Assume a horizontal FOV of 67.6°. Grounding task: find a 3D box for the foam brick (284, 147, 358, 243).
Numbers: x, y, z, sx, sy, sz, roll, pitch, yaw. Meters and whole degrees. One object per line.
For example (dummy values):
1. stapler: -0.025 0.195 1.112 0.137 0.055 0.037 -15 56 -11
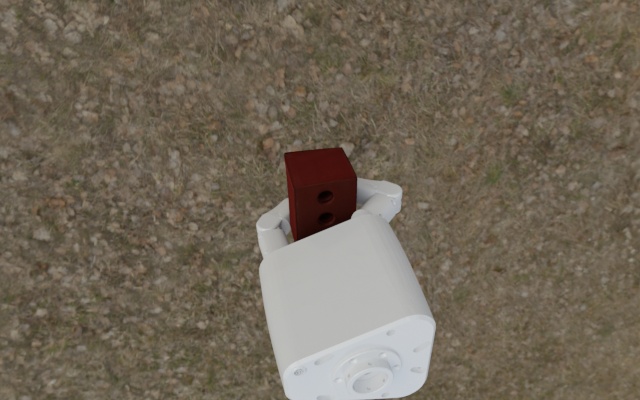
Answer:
1. foam brick: 0.000 0.001 0.410 0.053 0.078 0.051 -9 37 -8
